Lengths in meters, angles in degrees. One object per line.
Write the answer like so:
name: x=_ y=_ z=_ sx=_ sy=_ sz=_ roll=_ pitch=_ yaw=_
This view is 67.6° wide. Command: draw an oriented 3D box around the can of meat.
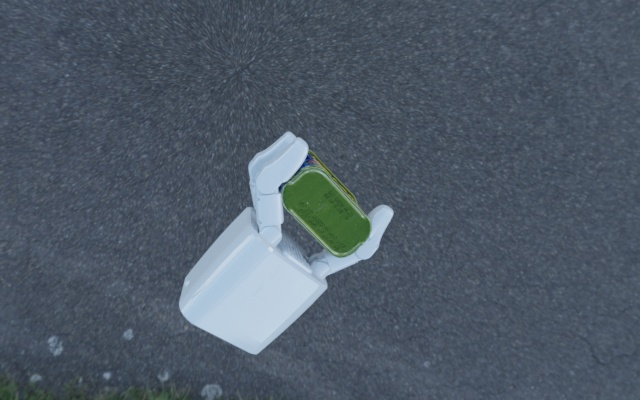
can of meat: x=0.000 y=0.002 z=0.482 sx=0.057 sy=0.102 sz=0.084 roll=-43 pitch=18 yaw=4
